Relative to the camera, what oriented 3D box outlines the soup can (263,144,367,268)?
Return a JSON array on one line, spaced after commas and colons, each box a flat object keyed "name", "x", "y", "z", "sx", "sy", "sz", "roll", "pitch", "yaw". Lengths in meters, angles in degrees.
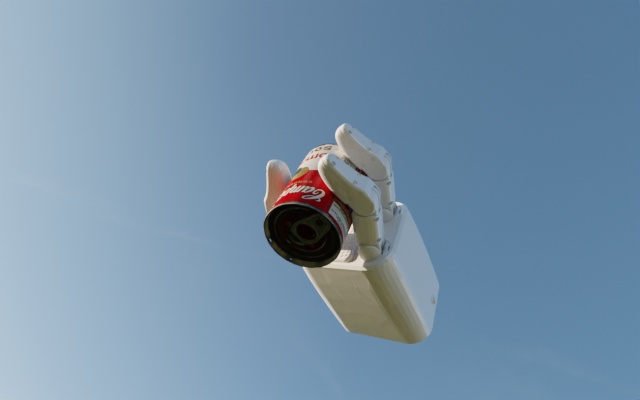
[{"name": "soup can", "x": 0.000, "y": 0.001, "z": 0.429, "sx": 0.068, "sy": 0.068, "sz": 0.102, "roll": 0, "pitch": 35, "yaw": 22}]
